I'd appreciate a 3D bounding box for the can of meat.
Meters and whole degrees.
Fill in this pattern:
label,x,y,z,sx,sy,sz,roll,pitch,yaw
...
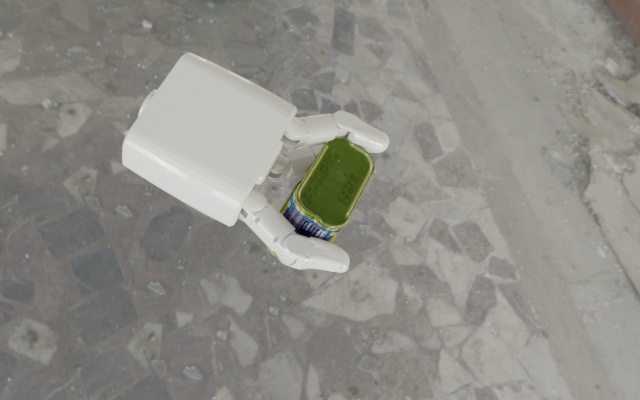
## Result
label,x,y,z,sx,sy,sz,roll,pitch,yaw
can of meat,0.000,0.001,0.443,0.057,0.102,0.084,32,-37,-3
